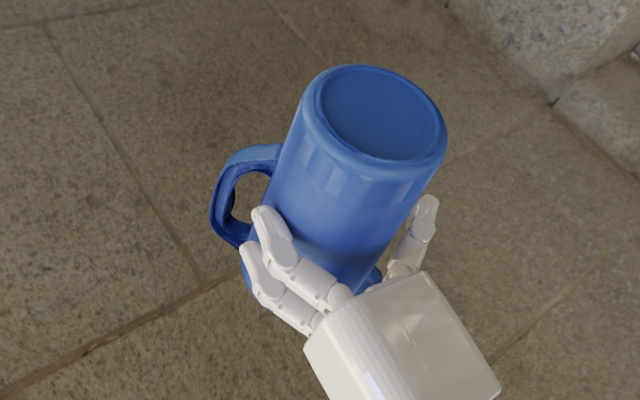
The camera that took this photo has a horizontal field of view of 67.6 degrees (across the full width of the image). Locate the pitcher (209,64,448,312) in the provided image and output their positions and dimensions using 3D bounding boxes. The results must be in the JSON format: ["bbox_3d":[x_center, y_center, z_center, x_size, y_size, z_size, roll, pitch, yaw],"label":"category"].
[{"bbox_3d":[0.000,0.002,0.420,0.149,0.145,0.243,-19,-26,-27],"label":"pitcher"}]
